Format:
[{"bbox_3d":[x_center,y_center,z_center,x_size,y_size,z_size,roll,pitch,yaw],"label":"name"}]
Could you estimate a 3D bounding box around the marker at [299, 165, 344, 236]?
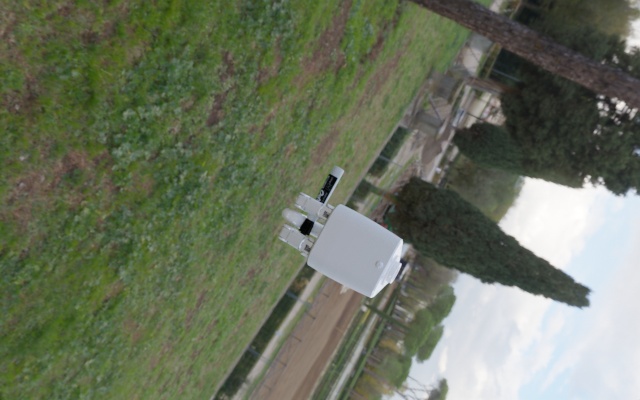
[{"bbox_3d":[0.000,0.002,0.742,0.020,0.121,0.020,29,-2,1],"label":"marker"}]
